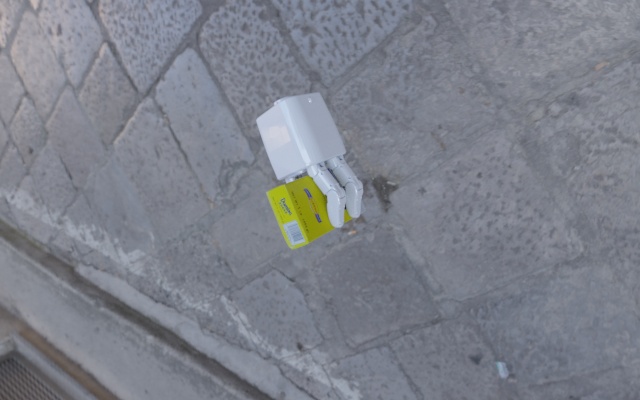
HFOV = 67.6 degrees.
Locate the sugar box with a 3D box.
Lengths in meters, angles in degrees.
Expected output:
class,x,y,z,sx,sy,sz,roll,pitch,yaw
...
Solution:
class,x,y,z,sx,sy,sz,roll,pitch,yaw
sugar box,0.000,0.002,0.745,0.048,0.093,0.176,-20,4,39
